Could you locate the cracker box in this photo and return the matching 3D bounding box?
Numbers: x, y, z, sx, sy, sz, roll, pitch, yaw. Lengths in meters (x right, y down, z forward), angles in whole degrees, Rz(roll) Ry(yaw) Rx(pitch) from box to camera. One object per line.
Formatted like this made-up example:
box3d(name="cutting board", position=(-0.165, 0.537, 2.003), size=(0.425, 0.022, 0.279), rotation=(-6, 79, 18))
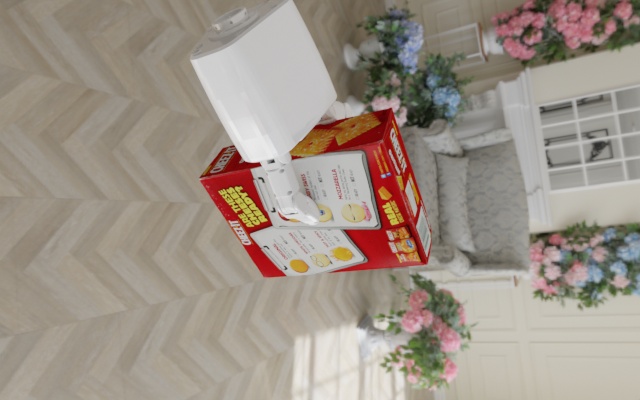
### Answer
box3d(name="cracker box", position=(0.000, 0.002, 0.536), size=(0.214, 0.164, 0.072), rotation=(-9, 36, 27))
